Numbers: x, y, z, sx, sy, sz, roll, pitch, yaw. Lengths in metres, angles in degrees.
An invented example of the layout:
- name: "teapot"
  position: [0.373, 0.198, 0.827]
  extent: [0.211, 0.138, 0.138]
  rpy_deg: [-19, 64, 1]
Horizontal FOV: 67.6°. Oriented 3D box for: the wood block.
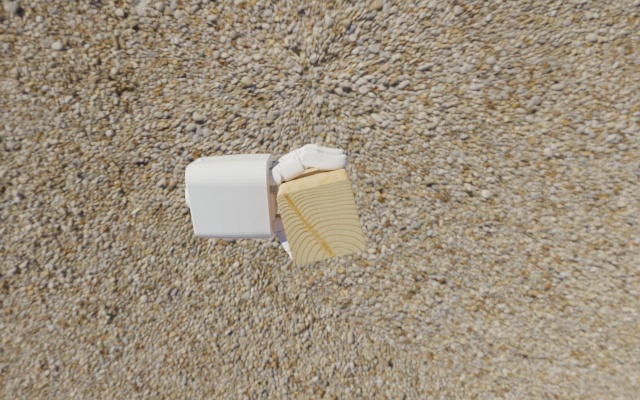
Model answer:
- name: "wood block"
  position: [0.000, 0.003, 0.652]
  extent: [0.090, 0.091, 0.206]
  rpy_deg: [-13, 14, 3]
